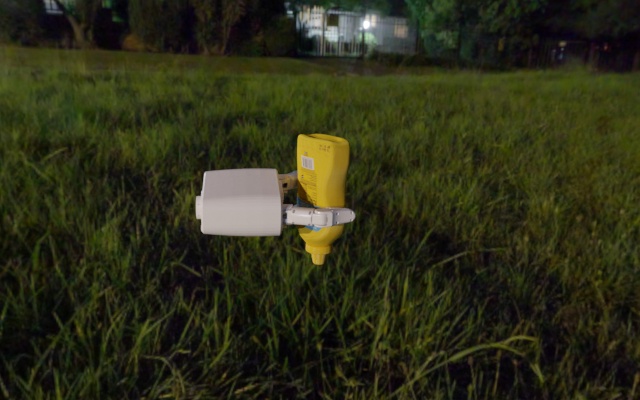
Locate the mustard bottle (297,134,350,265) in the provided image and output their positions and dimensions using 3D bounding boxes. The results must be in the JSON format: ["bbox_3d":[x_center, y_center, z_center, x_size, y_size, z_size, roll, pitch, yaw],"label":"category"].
[{"bbox_3d":[0.000,0.002,0.701,0.058,0.192,0.096,-8,18,-34],"label":"mustard bottle"}]
